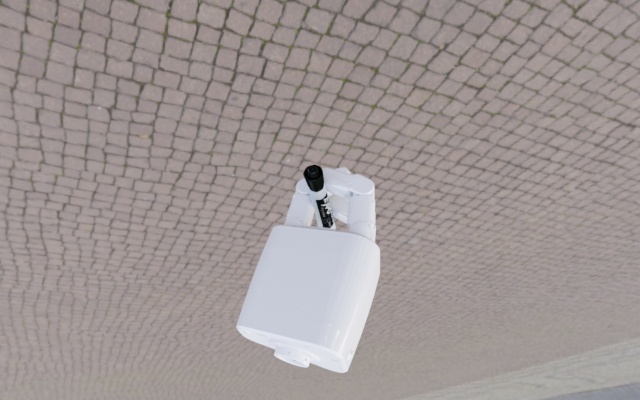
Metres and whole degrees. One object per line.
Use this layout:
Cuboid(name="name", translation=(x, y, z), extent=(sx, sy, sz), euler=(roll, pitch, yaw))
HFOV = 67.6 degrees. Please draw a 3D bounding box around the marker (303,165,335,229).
Cuboid(name="marker", translation=(0.000, 0.002, 0.492), extent=(0.020, 0.020, 0.121), euler=(0, -30, 8))
